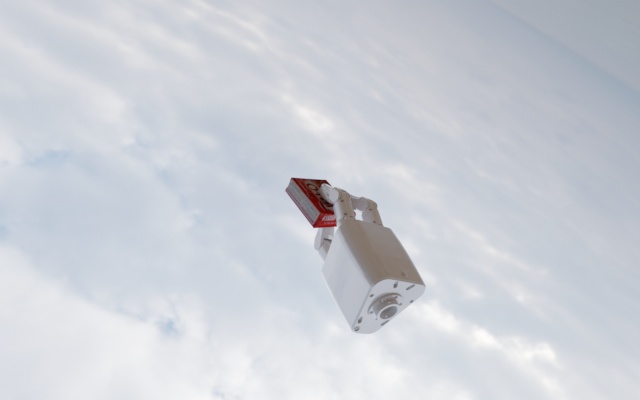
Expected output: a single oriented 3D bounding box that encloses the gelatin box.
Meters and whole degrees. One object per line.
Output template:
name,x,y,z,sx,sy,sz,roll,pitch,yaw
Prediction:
gelatin box,0.000,0.003,0.721,0.073,0.030,0.089,1,38,-43
